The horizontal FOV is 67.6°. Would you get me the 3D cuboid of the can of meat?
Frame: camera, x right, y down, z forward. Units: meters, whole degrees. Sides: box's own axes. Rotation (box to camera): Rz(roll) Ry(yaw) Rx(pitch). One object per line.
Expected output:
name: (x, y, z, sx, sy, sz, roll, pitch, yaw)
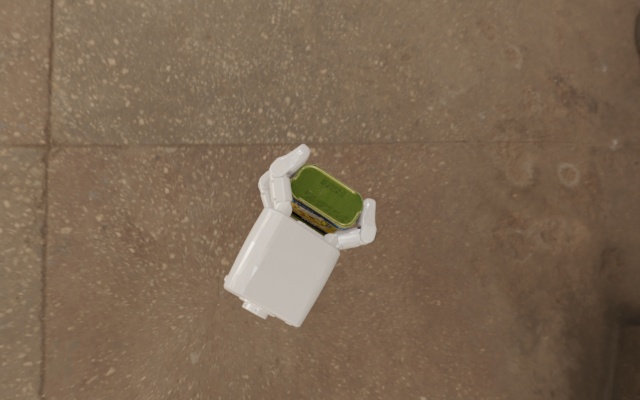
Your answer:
can of meat: (0.000, 0.002, 0.630, 0.102, 0.057, 0.084, 32, -16, -4)
